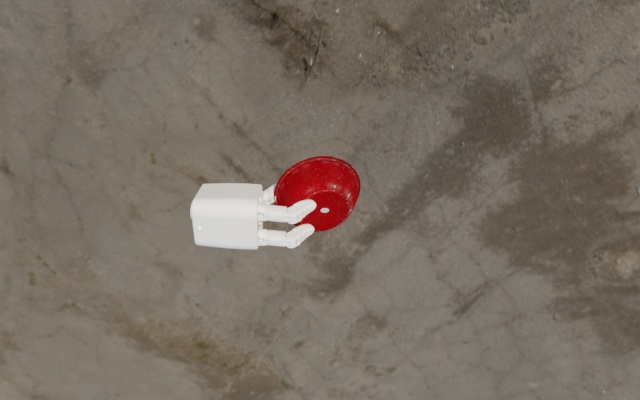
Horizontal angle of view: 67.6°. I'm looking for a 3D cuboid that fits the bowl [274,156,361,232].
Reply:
[{"bbox_3d":[0.002,0.003,0.845,0.162,0.162,0.055,0,38,-16],"label":"bowl"}]
